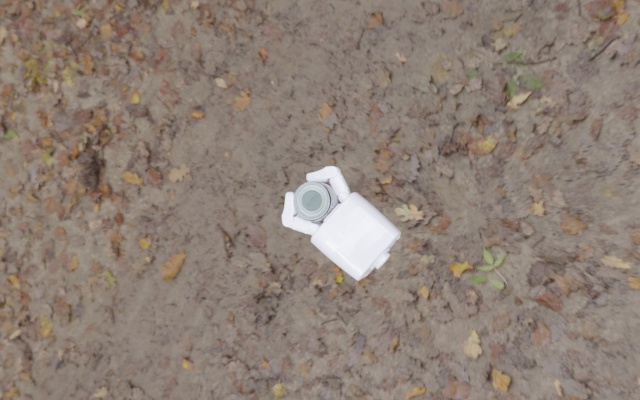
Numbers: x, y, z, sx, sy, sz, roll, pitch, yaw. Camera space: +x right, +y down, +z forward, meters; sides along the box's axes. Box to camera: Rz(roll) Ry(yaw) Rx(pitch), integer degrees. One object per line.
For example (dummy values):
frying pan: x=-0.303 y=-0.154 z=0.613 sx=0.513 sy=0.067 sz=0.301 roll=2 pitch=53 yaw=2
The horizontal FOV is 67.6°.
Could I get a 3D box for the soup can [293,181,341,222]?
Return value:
soup can: x=0.000 y=0.002 z=0.837 sx=0.068 sy=0.068 sz=0.102 roll=0 pitch=-2 yaw=17
